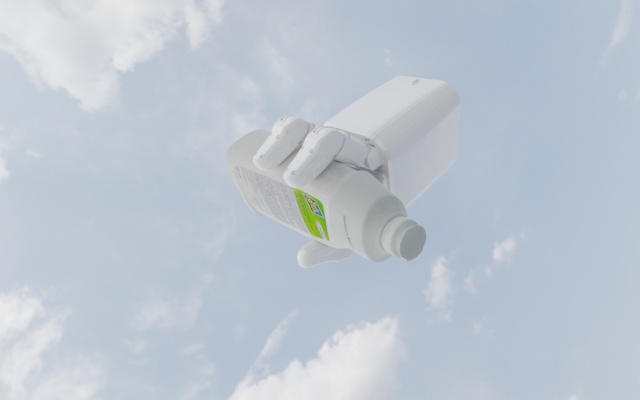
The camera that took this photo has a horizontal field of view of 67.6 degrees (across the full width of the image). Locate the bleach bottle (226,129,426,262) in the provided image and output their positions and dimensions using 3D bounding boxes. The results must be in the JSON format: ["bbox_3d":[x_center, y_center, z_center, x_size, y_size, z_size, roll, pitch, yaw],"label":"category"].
[{"bbox_3d":[0.000,0.001,0.455,0.068,0.103,0.250,-38,36,-20],"label":"bleach bottle"}]
